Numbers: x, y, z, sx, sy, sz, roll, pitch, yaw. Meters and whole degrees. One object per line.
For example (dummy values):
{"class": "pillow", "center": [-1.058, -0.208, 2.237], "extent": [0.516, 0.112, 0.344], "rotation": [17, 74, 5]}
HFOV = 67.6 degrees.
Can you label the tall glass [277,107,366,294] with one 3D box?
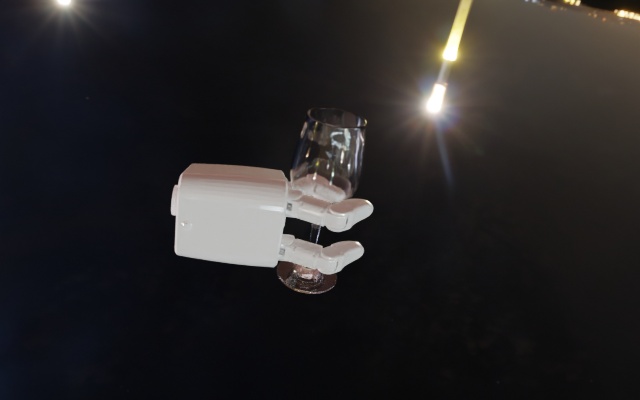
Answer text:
{"class": "tall glass", "center": [0.000, 0.002, 0.532], "extent": [0.079, 0.201, 0.079], "rotation": [9, 27, -5]}
